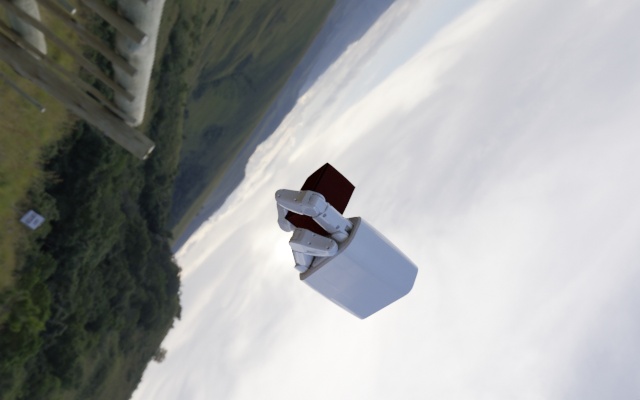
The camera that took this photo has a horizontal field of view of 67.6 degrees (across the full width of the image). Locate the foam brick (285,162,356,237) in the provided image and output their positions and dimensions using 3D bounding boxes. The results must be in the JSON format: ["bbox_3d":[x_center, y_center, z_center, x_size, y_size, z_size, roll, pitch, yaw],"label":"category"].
[{"bbox_3d":[0.000,0.002,0.613,0.051,0.078,0.053,38,-35,-15],"label":"foam brick"}]
